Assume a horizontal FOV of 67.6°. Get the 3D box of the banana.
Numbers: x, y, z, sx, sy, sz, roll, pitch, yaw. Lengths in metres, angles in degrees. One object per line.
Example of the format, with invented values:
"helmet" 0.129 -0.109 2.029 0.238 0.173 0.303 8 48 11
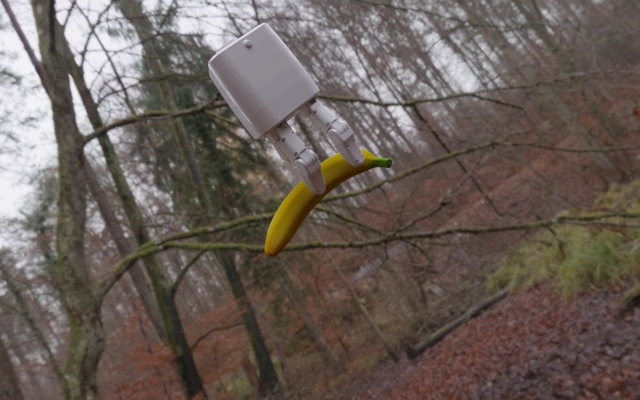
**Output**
"banana" -0.004 -0.009 0.621 0.037 0.198 0.069 50 2 -36
